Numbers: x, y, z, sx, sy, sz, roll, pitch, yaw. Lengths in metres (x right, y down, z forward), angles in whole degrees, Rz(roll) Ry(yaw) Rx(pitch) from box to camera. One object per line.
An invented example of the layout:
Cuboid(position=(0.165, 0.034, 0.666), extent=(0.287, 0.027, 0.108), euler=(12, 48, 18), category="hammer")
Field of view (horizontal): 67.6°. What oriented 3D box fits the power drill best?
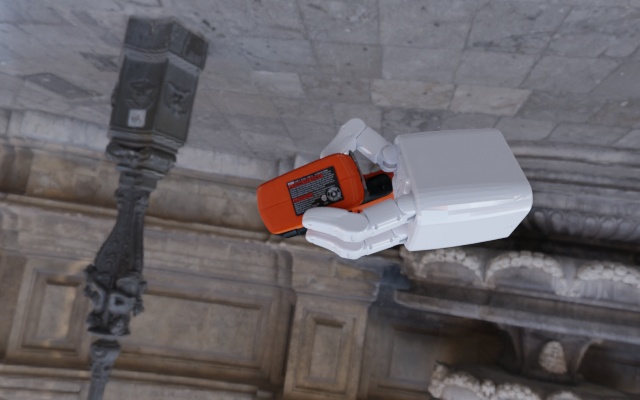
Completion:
Cuboid(position=(0.000, 0.002, 0.543), extent=(0.184, 0.057, 0.187), euler=(-22, -7, 15), category="power drill")
